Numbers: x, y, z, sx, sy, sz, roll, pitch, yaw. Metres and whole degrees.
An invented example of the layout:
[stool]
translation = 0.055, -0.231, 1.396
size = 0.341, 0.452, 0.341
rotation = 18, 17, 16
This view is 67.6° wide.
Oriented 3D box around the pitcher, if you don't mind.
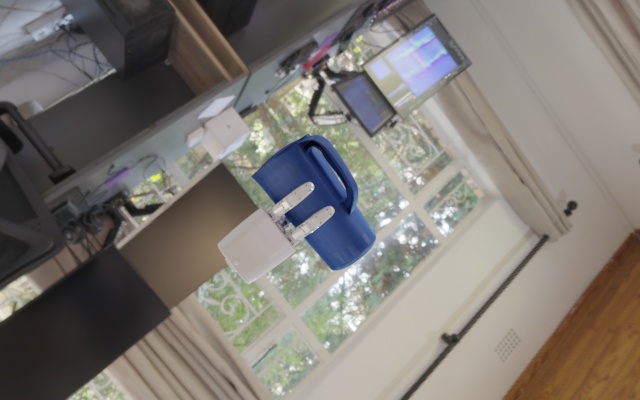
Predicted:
[pitcher]
translation = 0.000, 0.003, 0.882
size = 0.145, 0.243, 0.149
rotation = -38, 5, -3
